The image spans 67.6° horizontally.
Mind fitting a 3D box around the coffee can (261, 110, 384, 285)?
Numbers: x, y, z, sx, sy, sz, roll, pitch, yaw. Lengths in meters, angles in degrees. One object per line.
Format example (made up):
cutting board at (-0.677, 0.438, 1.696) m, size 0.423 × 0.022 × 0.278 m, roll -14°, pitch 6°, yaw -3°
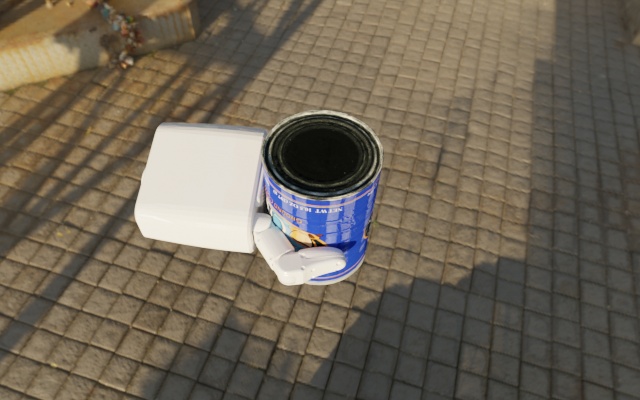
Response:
coffee can at (0.000, 0.002, 0.451) m, size 0.103 × 0.102 × 0.140 m, roll 0°, pitch -38°, yaw -2°
